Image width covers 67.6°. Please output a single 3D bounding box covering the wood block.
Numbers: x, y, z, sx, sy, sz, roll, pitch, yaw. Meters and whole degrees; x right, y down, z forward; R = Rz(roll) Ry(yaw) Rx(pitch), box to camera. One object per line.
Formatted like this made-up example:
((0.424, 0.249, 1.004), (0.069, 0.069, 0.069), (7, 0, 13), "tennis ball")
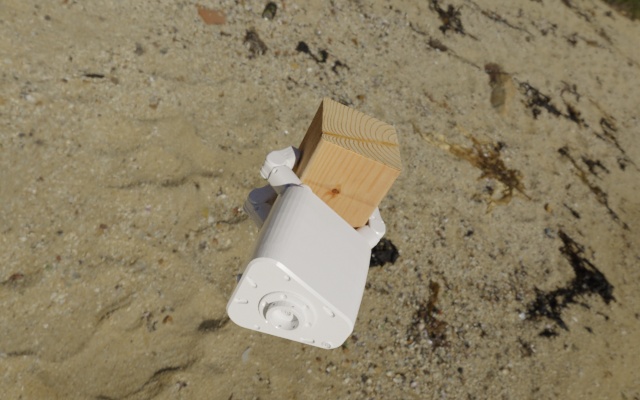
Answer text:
((0.000, 0.002, 0.551), (0.091, 0.206, 0.090), (21, 37, -14), "wood block")
